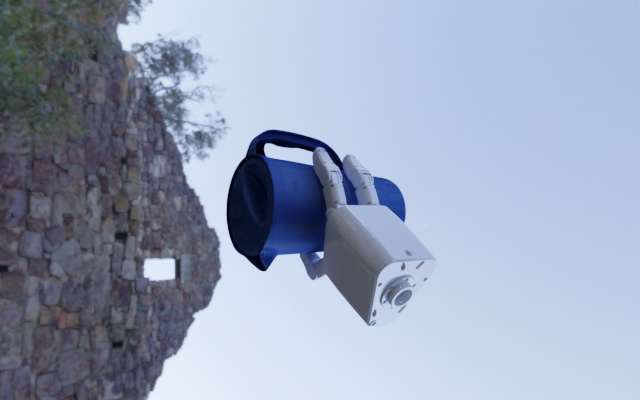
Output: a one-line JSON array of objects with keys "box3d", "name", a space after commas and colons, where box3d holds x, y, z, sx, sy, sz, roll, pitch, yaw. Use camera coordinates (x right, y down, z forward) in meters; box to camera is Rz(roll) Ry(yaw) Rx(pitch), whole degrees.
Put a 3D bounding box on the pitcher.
[{"box3d": [0.000, 0.002, 0.674, 0.243, 0.149, 0.145, 3, 31, -36], "name": "pitcher"}]
